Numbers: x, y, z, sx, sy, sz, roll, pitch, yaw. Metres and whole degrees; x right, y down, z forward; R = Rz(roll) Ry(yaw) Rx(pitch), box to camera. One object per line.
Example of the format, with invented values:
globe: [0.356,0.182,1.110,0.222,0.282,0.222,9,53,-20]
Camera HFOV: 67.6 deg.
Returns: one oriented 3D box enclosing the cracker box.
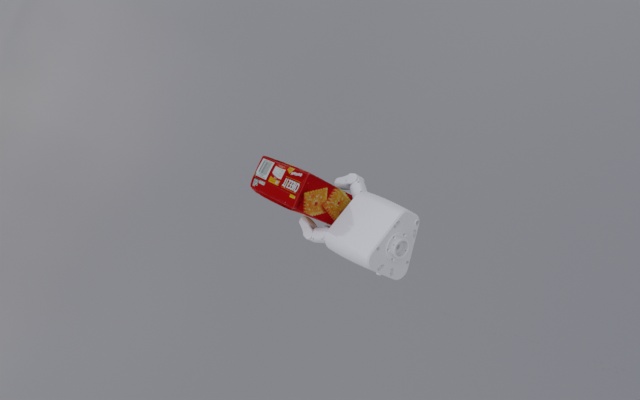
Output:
cracker box: [0.000,0.003,0.870,0.214,0.072,0.164,26,-1,-38]
